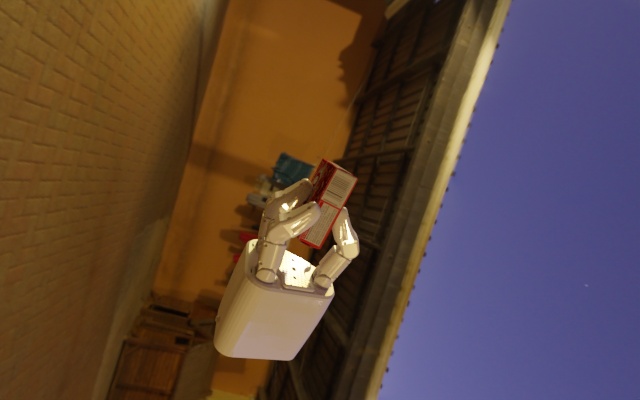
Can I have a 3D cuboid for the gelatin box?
[{"bbox_3d":[0.001,0.002,0.530,0.030,0.089,0.073,27,6,-15],"label":"gelatin box"}]
